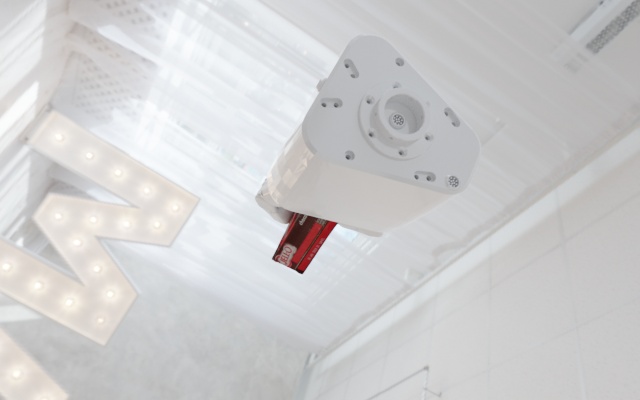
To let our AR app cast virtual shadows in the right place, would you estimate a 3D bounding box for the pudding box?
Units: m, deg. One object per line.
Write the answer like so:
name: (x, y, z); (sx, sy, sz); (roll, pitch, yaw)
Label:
pudding box: (0.000, 0.002, 0.456); (0.039, 0.090, 0.113); (30, 42, -3)
